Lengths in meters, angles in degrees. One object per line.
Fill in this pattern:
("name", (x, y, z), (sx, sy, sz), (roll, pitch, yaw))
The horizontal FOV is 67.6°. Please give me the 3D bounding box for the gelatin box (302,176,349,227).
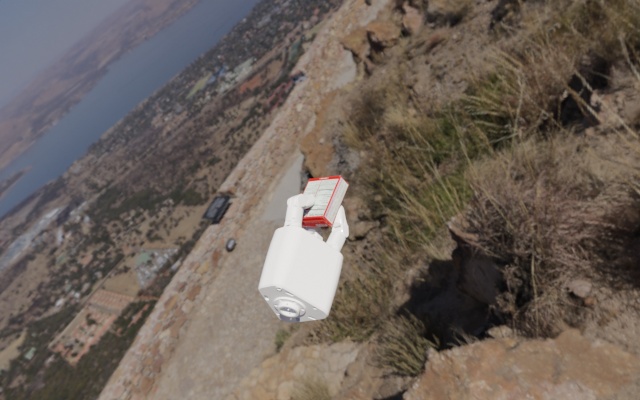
("gelatin box", (0.000, 0.002, 0.816), (0.073, 0.089, 0.030), (-4, -37, 42))
